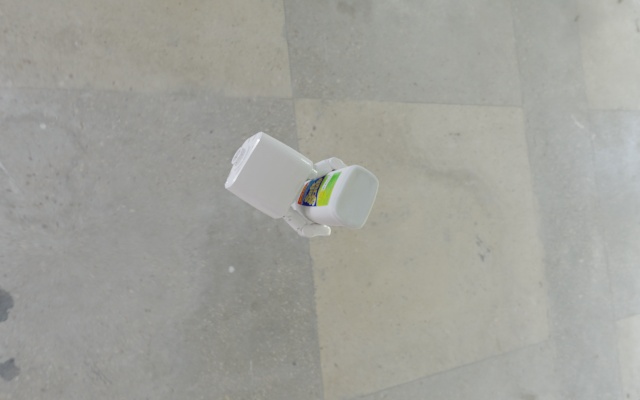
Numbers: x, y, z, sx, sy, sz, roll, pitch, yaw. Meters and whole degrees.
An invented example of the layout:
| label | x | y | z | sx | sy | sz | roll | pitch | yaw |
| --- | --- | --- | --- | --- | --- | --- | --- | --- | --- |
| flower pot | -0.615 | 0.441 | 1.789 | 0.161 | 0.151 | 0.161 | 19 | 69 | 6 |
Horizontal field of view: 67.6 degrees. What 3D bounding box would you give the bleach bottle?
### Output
| label | x | y | z | sx | sy | sz | roll | pitch | yaw |
| --- | --- | --- | --- | --- | --- | --- | --- | --- | --- |
| bleach bottle | 0.000 | 0.003 | 0.856 | 0.068 | 0.102 | 0.251 | 32 | -19 | -22 |
